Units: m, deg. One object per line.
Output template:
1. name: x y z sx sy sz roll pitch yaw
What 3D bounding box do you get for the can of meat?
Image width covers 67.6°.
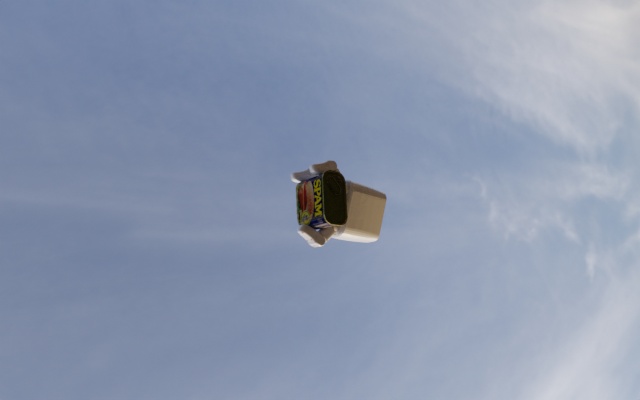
1. can of meat: 0.000 0.003 0.894 0.057 0.102 0.084 9 -17 -40
